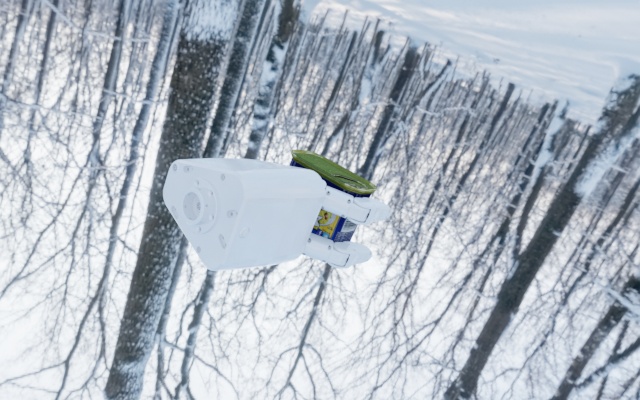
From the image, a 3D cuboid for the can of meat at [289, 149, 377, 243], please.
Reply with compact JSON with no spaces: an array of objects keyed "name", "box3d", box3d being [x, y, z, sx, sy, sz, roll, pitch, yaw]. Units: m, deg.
[{"name":"can of meat","box3d":[0.000,0.002,0.537,0.102,0.084,0.057,31,19,27]}]
